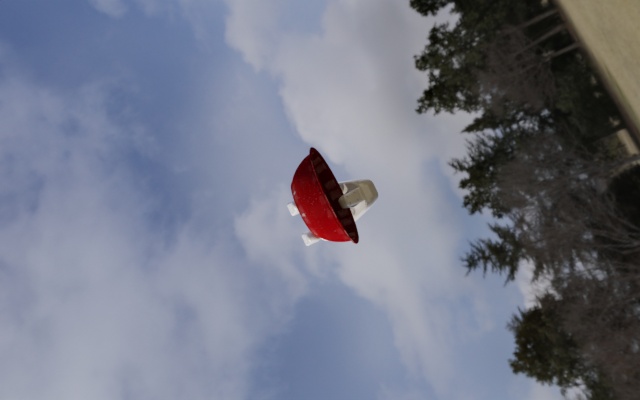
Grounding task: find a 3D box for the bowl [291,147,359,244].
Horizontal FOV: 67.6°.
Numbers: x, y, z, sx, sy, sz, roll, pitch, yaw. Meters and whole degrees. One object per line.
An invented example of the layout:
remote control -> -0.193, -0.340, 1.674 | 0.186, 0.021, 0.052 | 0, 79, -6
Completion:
bowl -> -0.001, 0.002, 0.727 | 0.055, 0.162, 0.162 | -26, -5, 10
